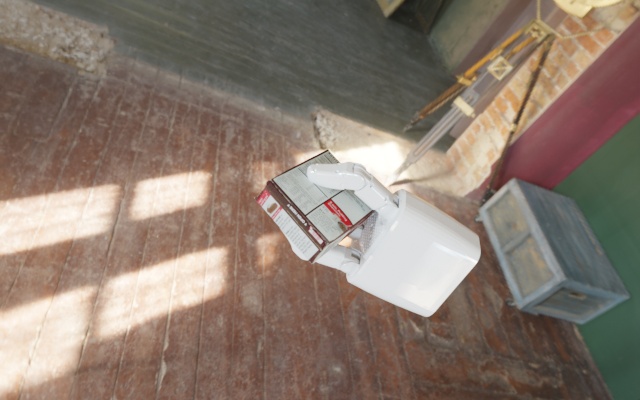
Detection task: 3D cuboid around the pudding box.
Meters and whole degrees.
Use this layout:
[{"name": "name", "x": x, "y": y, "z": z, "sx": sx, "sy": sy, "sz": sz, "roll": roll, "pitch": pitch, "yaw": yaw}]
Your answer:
[{"name": "pudding box", "x": 0.000, "y": 0.002, "z": 0.506, "sx": 0.113, "sy": 0.090, "sz": 0.039, "roll": -32, "pitch": -14, "yaw": -51}]
